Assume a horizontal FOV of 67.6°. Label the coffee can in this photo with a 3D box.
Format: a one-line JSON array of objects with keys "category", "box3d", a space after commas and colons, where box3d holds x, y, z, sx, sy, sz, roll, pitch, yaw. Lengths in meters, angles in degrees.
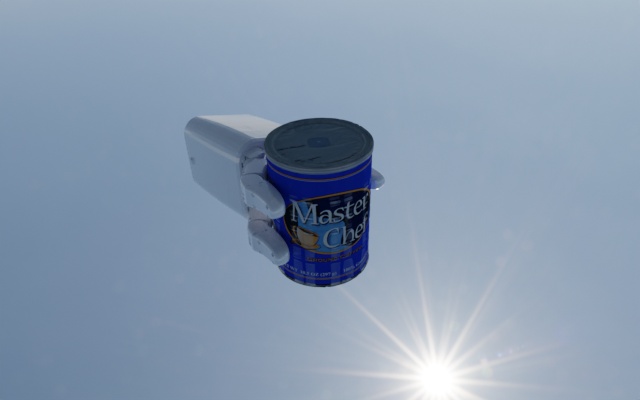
[{"category": "coffee can", "box3d": [0.000, 0.001, 0.483, 0.103, 0.140, 0.102, -1, 34, 1]}]
